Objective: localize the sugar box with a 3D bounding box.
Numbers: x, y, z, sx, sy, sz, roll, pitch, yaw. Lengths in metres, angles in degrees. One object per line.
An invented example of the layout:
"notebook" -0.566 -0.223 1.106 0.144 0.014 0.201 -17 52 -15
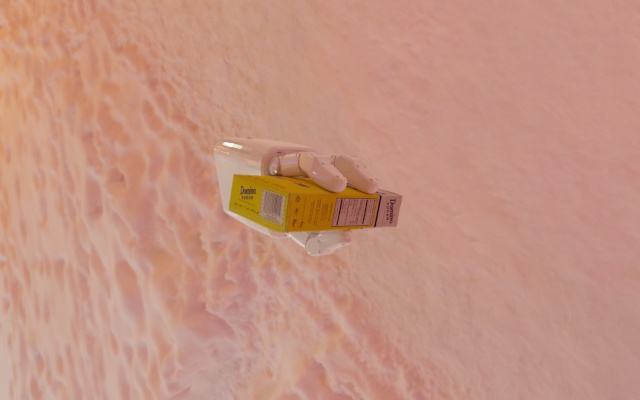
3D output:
"sugar box" 0.000 0.001 0.523 0.176 0.048 0.093 -3 16 -45
